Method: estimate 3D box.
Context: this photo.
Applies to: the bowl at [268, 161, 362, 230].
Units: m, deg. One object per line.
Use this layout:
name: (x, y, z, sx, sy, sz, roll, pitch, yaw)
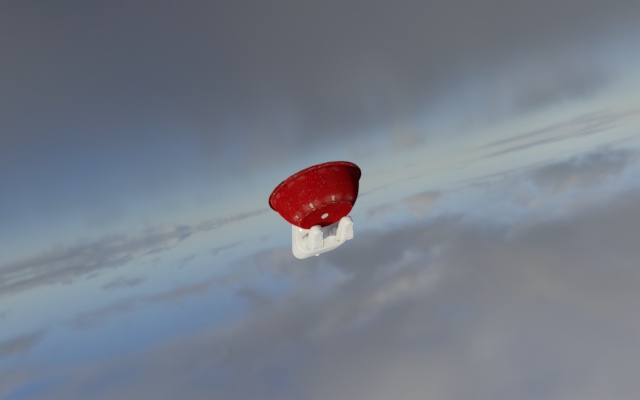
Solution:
bowl: (0.000, 0.002, 0.774, 0.162, 0.055, 0.162, -18, -24, -8)
